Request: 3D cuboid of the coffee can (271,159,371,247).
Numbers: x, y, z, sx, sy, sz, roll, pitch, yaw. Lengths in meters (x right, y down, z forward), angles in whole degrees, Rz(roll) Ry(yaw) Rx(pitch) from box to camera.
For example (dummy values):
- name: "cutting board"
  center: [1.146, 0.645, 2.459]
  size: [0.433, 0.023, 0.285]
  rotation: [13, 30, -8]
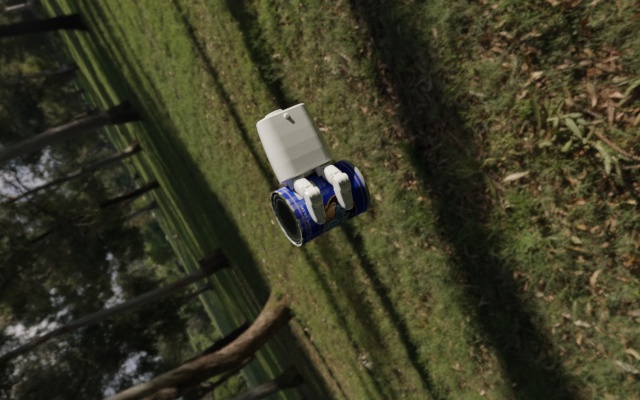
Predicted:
- name: "coffee can"
  center: [0.000, 0.003, 0.823]
  size: [0.140, 0.103, 0.103]
  rotation: [-27, 11, -22]
